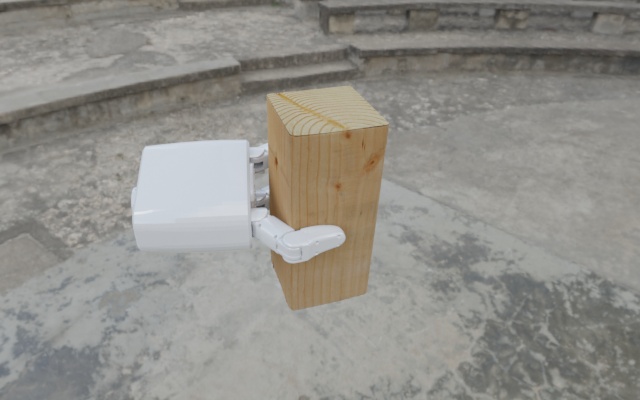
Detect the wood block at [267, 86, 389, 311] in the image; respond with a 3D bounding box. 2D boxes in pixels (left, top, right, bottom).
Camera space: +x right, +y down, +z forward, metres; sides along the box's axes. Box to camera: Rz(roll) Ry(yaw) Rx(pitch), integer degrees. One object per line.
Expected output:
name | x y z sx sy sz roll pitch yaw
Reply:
wood block | 0.000 0.002 0.486 0.090 0.206 0.090 -9 37 -16
